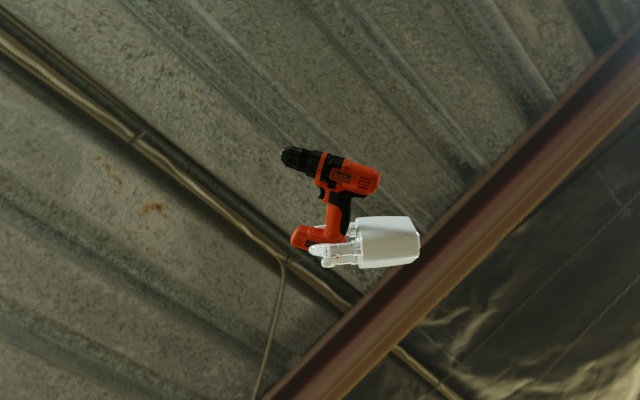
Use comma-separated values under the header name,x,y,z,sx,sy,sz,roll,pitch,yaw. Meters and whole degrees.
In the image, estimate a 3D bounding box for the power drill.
name,x,y,z,sx,sy,sz,roll,pitch,yaw
power drill,0.000,0.003,0.881,0.184,0.188,0.057,18,25,7
